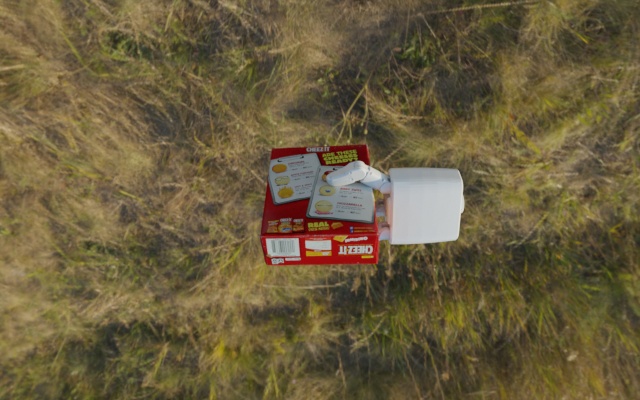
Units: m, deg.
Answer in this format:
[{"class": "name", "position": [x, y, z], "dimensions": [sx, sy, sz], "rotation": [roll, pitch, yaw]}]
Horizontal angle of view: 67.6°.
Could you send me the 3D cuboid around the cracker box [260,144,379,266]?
[{"class": "cracker box", "position": [0.000, 0.002, 0.741], "dimensions": [0.164, 0.072, 0.213], "rotation": [-2, 40, 1]}]
